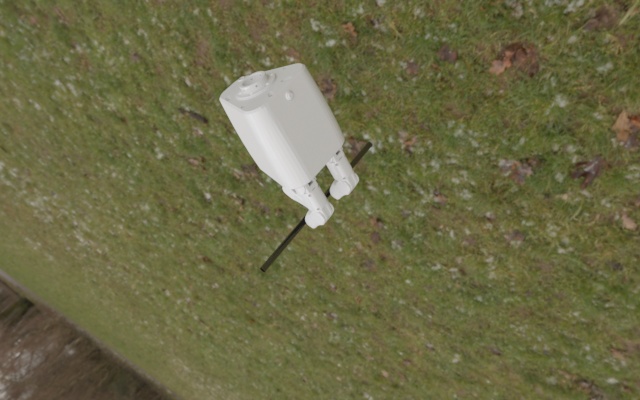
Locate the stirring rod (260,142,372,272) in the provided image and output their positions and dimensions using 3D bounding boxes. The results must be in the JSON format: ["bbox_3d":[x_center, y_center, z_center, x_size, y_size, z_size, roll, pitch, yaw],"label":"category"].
[{"bbox_3d":[0.000,0.002,0.631,0.239,0.011,0.011,-49,26,-25],"label":"stirring rod"}]
